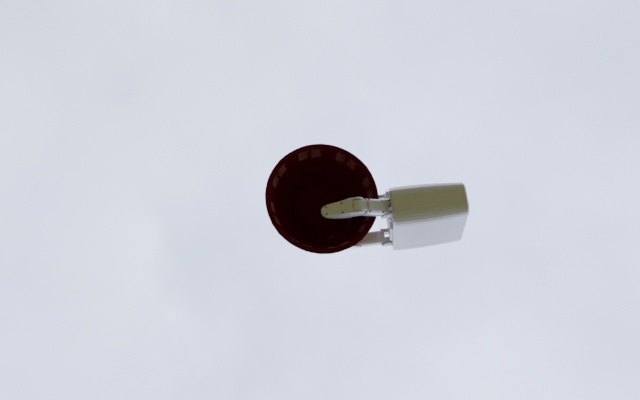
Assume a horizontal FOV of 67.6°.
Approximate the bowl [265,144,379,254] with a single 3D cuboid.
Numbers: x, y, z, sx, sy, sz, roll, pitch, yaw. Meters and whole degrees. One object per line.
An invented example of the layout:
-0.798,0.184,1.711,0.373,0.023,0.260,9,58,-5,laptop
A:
-0.001,0.002,0.694,0.162,0.162,0.055,0,-16,-7,bowl
